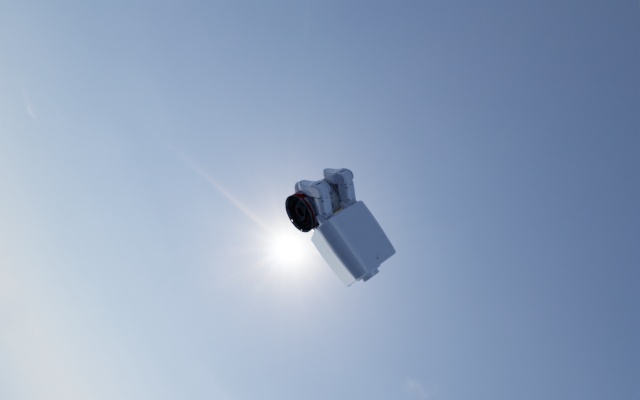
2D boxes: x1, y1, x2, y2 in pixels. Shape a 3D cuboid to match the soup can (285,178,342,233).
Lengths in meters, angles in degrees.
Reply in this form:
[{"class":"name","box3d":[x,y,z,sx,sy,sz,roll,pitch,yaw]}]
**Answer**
[{"class":"soup can","box3d":[0.000,0.002,0.812,0.102,0.068,0.068,-29,17,-34]}]
